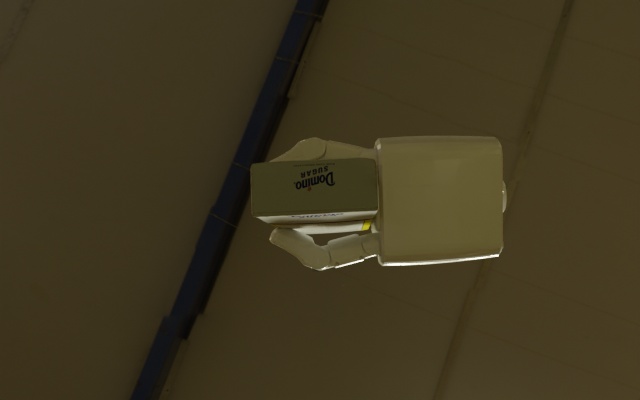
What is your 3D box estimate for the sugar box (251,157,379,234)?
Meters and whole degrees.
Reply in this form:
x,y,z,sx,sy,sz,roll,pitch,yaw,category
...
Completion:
x,y,z,sx,sy,sz,roll,pitch,yaw,category
0.000,0.001,0.424,0.093,0.048,0.176,-3,-10,2,sugar box
